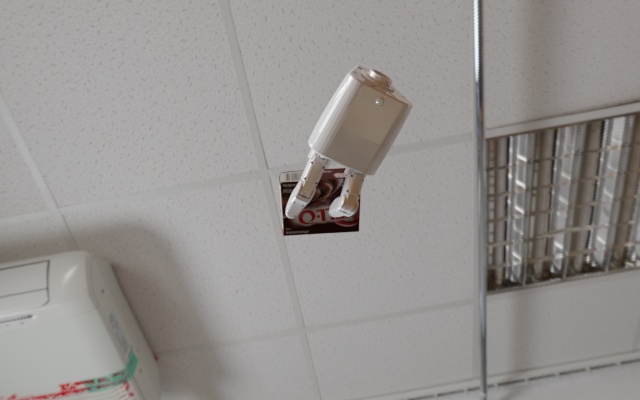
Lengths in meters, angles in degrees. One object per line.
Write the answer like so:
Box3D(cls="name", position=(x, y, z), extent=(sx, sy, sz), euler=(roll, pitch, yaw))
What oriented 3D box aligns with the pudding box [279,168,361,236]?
Box3D(cls="pudding box", position=(0.000, 0.002, 0.674), extent=(0.113, 0.090, 0.039), euler=(-2, 31, -2))
